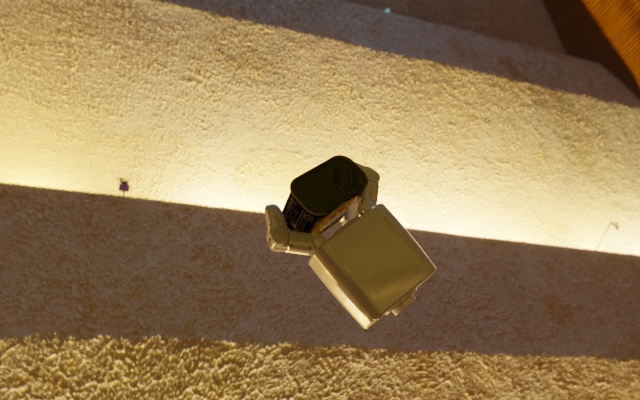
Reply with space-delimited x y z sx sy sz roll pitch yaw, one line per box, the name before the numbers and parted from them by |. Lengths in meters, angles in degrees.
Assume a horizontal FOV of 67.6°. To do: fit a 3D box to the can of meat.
can of meat | 0.000 0.002 0.600 0.102 0.057 0.084 -32 -18 -34
